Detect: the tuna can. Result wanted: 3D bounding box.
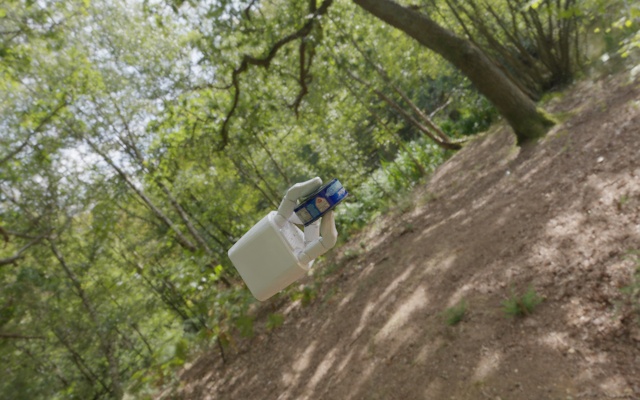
[{"bbox_3d":[0.000,0.002,0.740,0.086,0.034,0.086,-37,3,3],"label":"tuna can"}]
